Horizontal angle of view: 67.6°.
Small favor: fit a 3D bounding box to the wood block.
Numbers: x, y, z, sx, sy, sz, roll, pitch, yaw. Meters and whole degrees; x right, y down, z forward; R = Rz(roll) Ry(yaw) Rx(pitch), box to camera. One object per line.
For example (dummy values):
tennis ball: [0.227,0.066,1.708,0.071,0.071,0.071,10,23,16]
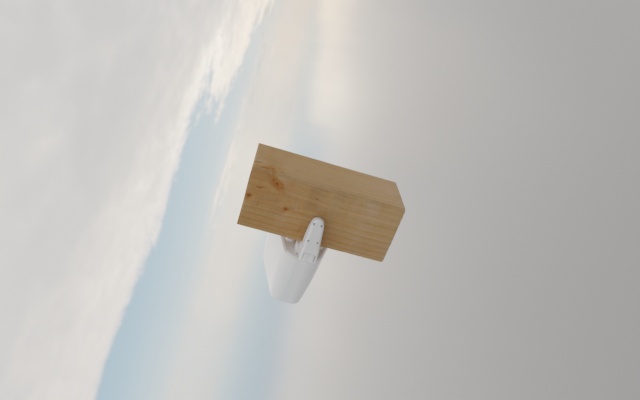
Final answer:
wood block: [0.000,0.003,0.661,0.206,0.090,0.090,15,27,-9]
